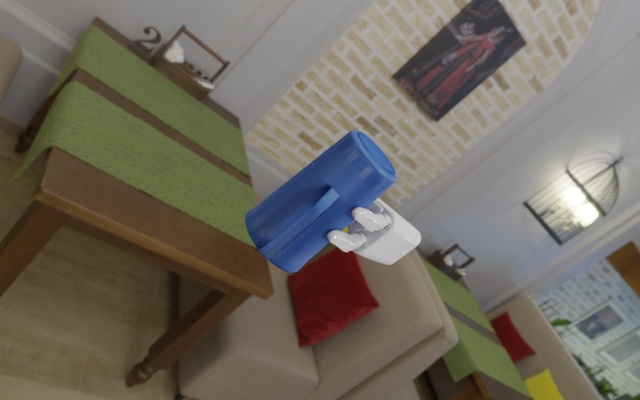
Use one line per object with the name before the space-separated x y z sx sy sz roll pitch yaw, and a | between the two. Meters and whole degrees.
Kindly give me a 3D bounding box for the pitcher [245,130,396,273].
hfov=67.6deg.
pitcher | 0.000 0.003 0.779 0.243 0.149 0.145 -41 -43 19
